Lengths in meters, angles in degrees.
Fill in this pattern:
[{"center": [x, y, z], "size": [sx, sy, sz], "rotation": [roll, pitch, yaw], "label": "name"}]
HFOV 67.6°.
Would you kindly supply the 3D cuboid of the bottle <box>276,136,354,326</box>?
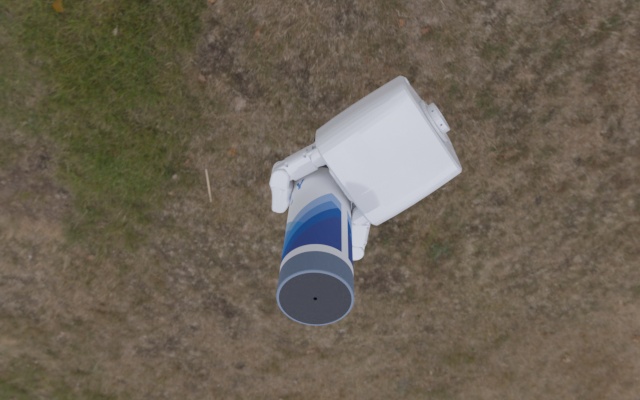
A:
[{"center": [0.000, 0.002, 0.526], "size": [0.069, 0.069, 0.295], "rotation": [0, 34, 2], "label": "bottle"}]
